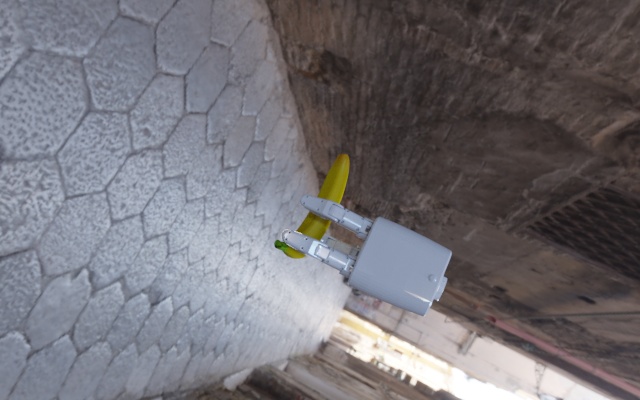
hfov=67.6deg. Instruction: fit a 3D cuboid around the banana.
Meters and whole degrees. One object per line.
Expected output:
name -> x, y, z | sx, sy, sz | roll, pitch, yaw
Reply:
banana -> -0.002, 0.017, 0.682 | 0.037, 0.197, 0.070 | 22, -38, 15
